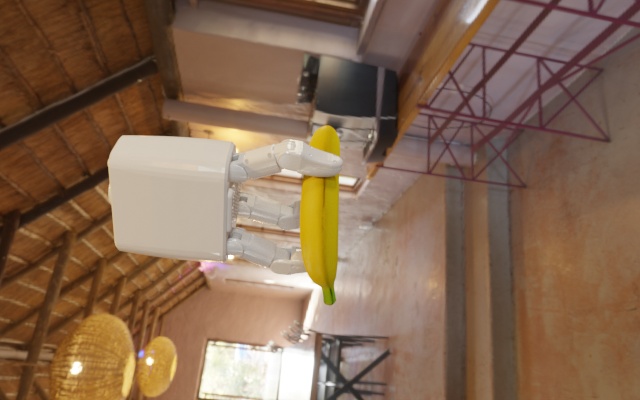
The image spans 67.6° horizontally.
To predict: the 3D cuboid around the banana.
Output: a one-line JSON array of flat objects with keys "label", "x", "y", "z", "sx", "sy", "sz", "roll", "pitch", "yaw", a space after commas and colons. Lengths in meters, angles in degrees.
[{"label": "banana", "x": 0.000, "y": -0.003, "z": 0.468, "sx": 0.037, "sy": 0.197, "sz": 0.070, "roll": 2, "pitch": -24, "yaw": 1}]
